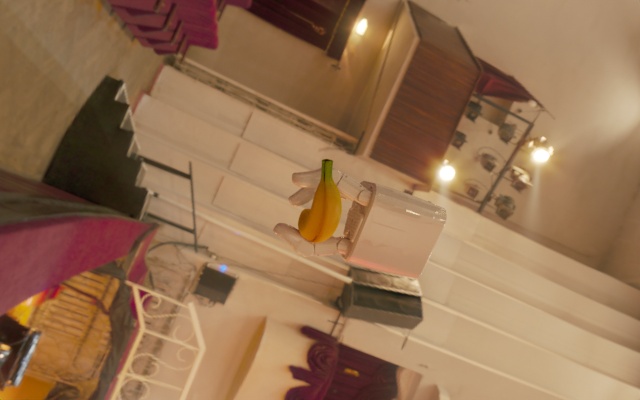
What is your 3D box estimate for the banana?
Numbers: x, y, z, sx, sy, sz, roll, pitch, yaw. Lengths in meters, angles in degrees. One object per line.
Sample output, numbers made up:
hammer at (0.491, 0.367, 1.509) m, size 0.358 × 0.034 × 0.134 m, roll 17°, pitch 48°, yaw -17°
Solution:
banana at (-0.002, 0.018, 0.586) m, size 0.037 × 0.069 × 0.198 m, roll 10°, pitch -20°, yaw -8°
